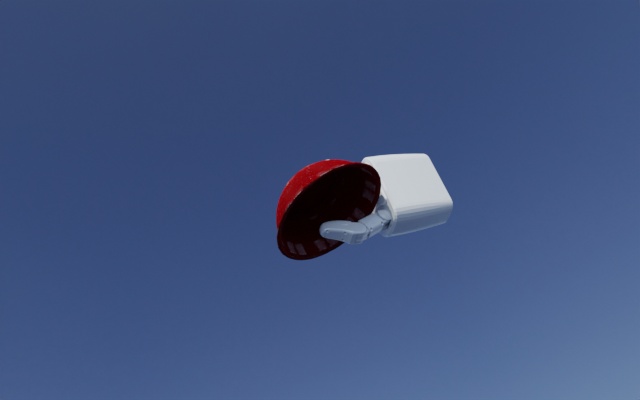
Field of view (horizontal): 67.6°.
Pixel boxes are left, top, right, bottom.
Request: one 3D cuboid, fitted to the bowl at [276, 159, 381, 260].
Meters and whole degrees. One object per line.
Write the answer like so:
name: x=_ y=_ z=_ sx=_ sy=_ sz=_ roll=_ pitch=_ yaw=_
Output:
bowl: x=-0.001 y=0.002 z=0.626 sx=0.162 sy=0.162 sz=0.055 roll=0 pitch=38 yaw=-45
